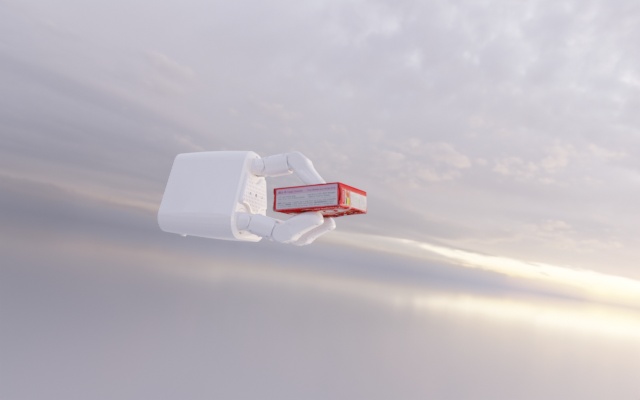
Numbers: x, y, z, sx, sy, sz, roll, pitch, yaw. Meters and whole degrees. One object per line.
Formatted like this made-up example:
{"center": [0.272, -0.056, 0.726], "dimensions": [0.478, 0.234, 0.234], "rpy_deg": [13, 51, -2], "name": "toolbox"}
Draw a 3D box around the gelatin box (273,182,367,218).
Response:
{"center": [0.000, 0.001, 0.560], "dimensions": [0.089, 0.030, 0.073], "rpy_deg": [-6, -11, 29], "name": "gelatin box"}
